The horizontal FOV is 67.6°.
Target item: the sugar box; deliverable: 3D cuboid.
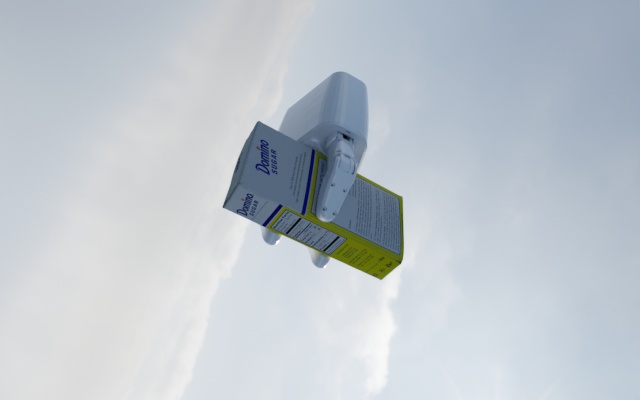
[{"bbox_3d":[0.000,0.002,0.468,0.176,0.093,0.048,25,-47,-16],"label":"sugar box"}]
